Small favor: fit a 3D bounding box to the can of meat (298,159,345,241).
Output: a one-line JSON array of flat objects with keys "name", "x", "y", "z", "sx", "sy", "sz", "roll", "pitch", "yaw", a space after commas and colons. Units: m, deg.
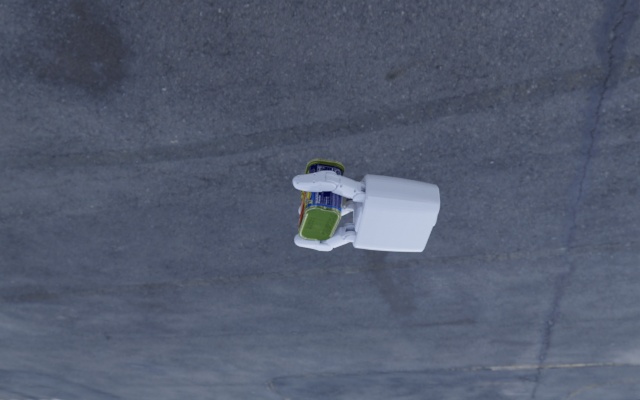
[{"name": "can of meat", "x": 0.000, "y": 0.003, "z": 0.708, "sx": 0.057, "sy": 0.084, "sz": 0.102, "roll": 8, "pitch": -32, "yaw": -8}]
